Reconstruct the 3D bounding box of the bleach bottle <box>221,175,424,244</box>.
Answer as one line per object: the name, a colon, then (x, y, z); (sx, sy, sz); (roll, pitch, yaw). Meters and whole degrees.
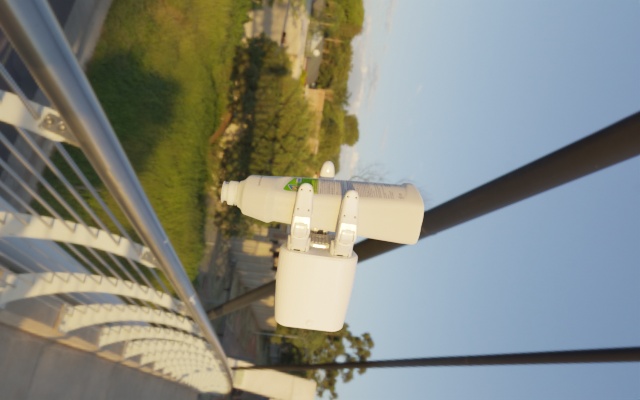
bleach bottle: (0.000, 0.002, 0.622); (0.251, 0.068, 0.102); (7, 18, -2)
